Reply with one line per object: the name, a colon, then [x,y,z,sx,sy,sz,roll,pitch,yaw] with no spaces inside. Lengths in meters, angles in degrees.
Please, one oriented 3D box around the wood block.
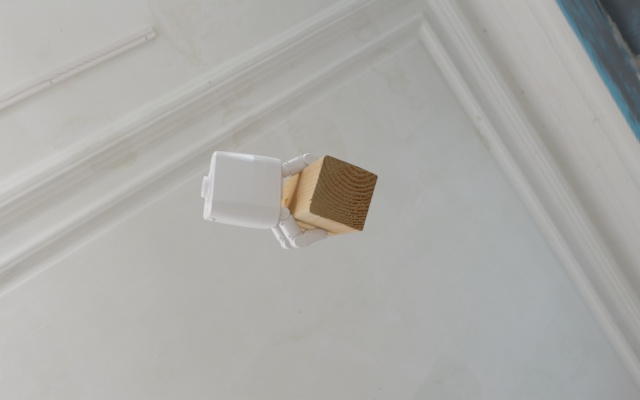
wood block: [0.000,0.002,0.777,0.090,0.090,0.206,20,-13,-16]
